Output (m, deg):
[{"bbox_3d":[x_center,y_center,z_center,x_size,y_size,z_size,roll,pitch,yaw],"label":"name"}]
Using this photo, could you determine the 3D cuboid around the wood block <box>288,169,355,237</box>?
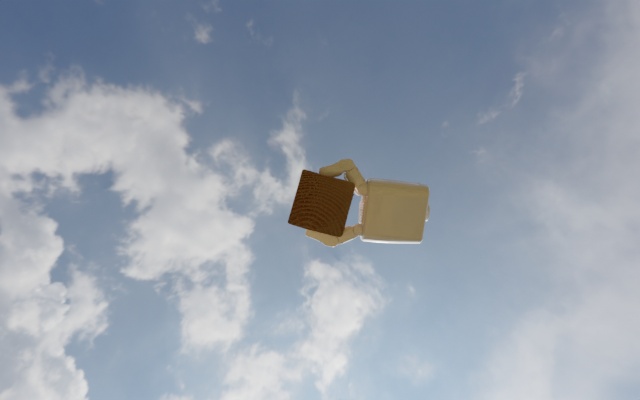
[{"bbox_3d":[0.000,0.003,0.844,0.090,0.091,0.206,15,0,-1],"label":"wood block"}]
